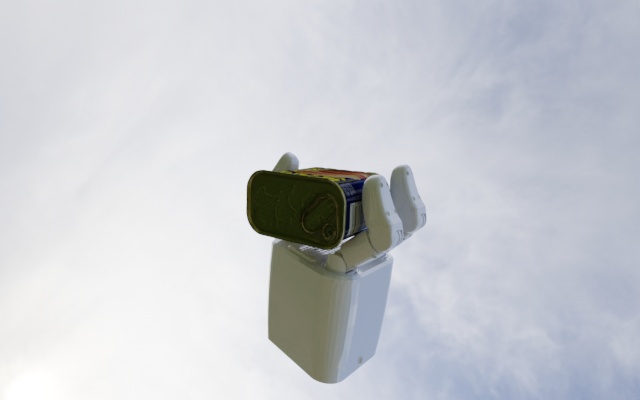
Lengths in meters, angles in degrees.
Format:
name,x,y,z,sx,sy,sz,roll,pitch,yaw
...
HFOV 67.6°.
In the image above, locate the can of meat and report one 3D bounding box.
name,x,y,z,sx,sy,sz,roll,pitch,yaw
can of meat,0.000,0.001,0.423,0.102,0.057,0.084,9,13,34
